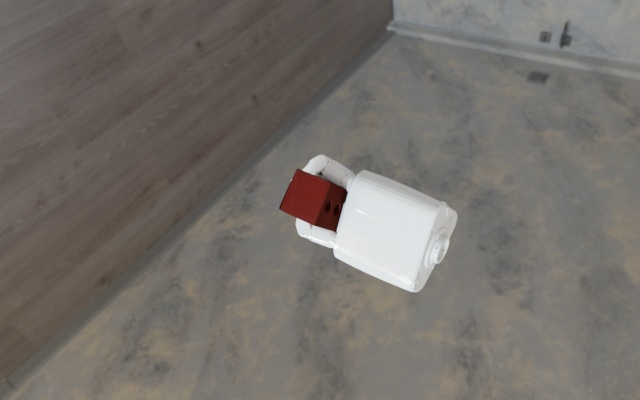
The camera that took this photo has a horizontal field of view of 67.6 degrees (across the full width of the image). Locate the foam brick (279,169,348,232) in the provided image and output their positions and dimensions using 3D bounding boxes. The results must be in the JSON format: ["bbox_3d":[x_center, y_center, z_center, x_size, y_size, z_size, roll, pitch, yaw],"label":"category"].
[{"bbox_3d":[0.000,0.002,0.563,0.051,0.053,0.078,24,2,30],"label":"foam brick"}]
